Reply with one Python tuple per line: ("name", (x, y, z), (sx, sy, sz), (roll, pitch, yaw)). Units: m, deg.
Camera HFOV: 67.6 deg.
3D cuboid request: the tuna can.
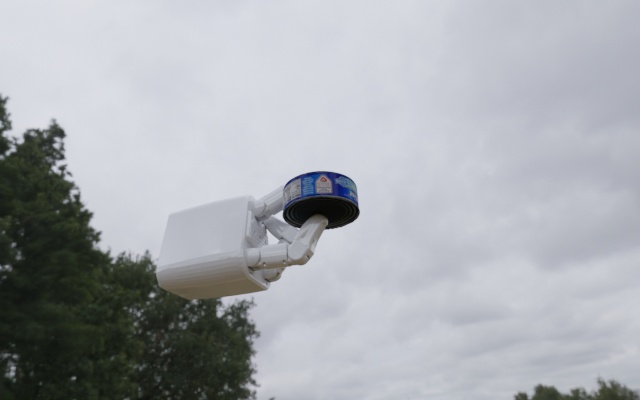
("tuna can", (0.000, 0.001, 0.534), (0.086, 0.033, 0.086), (-2, -27, -1))
